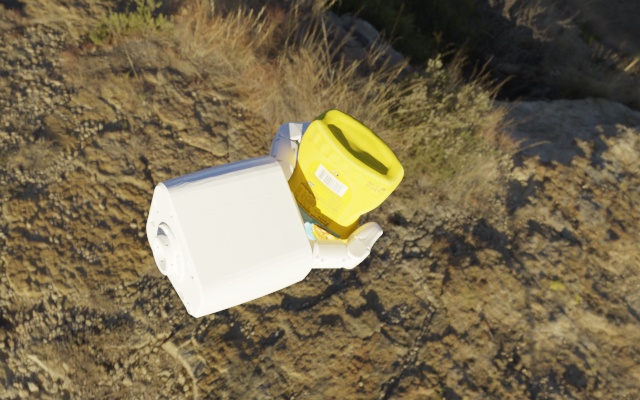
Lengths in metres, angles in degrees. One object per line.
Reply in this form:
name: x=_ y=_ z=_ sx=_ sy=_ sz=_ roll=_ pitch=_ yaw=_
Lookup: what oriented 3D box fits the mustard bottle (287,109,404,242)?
mustard bottle: x=0.000 y=0.001 z=0.496 sx=0.058 sy=0.096 sz=0.192 roll=-45 pitch=-6 yaw=-41
